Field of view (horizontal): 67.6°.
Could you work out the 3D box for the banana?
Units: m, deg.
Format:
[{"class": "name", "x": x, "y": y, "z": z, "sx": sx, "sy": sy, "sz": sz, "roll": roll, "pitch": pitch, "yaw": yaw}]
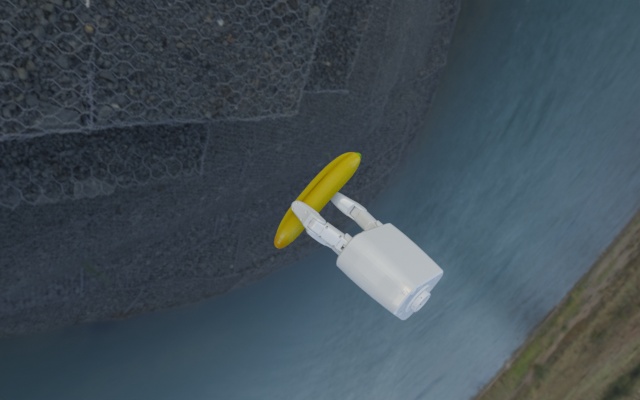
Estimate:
[{"class": "banana", "x": 0.000, "y": -0.007, "z": 0.709, "sx": 0.037, "sy": 0.198, "sz": 0.070, "roll": 40, "pitch": -11, "yaw": 20}]
